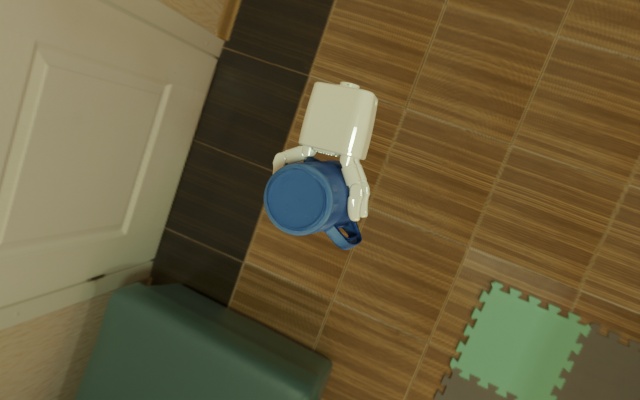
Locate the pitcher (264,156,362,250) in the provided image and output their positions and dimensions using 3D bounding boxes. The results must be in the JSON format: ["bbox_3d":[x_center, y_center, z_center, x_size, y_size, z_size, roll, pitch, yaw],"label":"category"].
[{"bbox_3d":[0.000,0.002,0.807,0.149,0.145,0.243,15,6,13],"label":"pitcher"}]
